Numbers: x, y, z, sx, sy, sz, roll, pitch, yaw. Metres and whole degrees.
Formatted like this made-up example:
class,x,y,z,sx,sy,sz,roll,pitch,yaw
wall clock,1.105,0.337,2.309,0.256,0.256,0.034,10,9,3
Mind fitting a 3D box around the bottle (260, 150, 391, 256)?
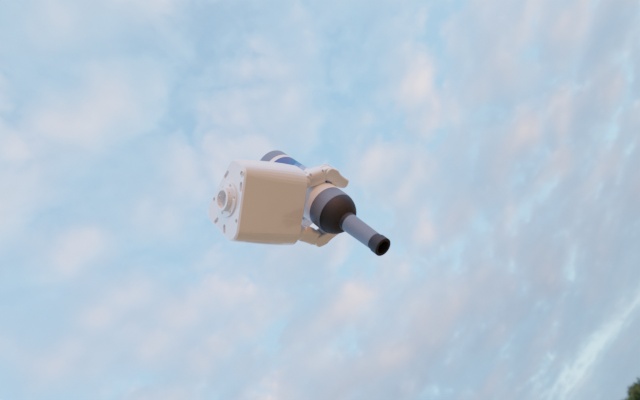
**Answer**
class,x,y,z,sx,sy,sz,roll,pitch,yaw
bottle,0.000,0.002,0.744,0.069,0.069,0.295,0,24,-39
